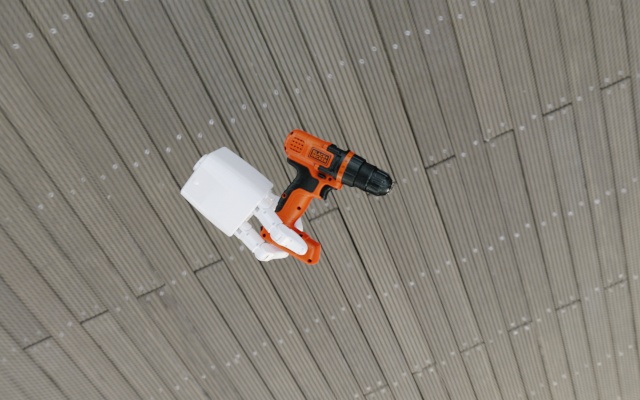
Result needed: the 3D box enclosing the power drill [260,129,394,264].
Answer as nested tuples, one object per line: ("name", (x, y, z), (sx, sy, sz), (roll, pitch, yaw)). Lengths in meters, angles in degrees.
("power drill", (0.000, 0.003, 0.757), (0.184, 0.187, 0.057), (27, 8, 13))
